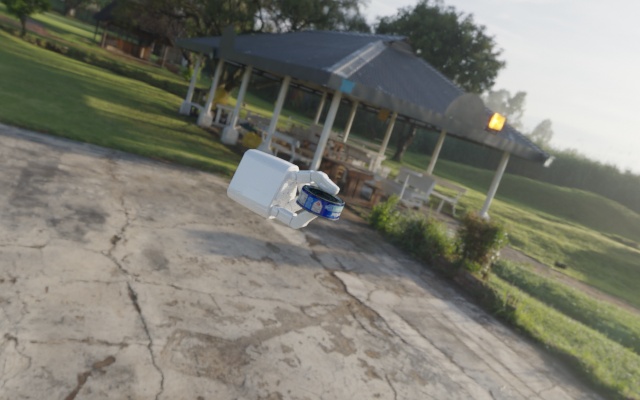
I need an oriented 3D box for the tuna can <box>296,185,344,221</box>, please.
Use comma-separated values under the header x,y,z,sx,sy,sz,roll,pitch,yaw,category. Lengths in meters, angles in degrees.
x,y,z,sx,sy,sz,roll,pitch,yaw,category
0.000,0.002,0.880,0.086,0.034,0.086,22,13,-5,tuna can
